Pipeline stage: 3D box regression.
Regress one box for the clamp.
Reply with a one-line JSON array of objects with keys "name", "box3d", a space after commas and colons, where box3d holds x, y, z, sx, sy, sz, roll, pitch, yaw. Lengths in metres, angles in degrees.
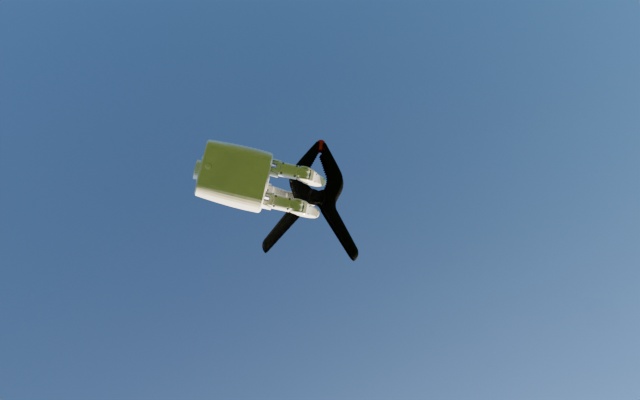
[{"name": "clamp", "box3d": [0.000, 0.002, 0.821, 0.164, 0.210, 0.036, 14, -11, -12]}]
